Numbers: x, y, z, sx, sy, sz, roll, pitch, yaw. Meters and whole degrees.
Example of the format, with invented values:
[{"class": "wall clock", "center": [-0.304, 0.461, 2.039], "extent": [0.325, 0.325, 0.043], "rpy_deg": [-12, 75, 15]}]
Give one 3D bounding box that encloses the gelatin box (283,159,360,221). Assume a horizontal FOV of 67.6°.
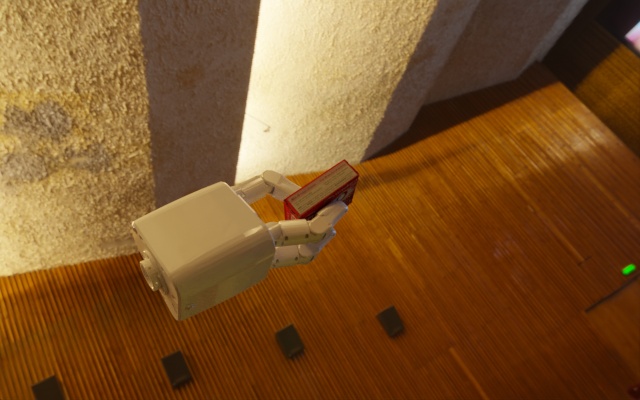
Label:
[{"class": "gelatin box", "center": [0.000, 0.001, 0.550], "extent": [0.089, 0.030, 0.073], "rpy_deg": [-36, -19, -18]}]
